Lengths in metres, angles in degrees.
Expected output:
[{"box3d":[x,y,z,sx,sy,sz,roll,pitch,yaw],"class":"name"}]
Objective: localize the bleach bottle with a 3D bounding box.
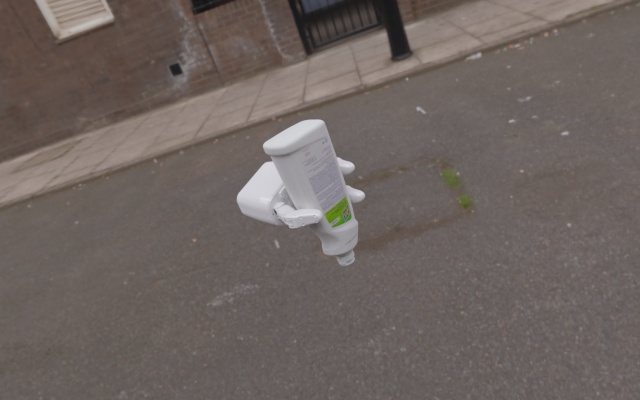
[{"box3d":[0.000,0.002,0.774,0.102,0.251,0.068,-36,28,-30],"class":"bleach bottle"}]
